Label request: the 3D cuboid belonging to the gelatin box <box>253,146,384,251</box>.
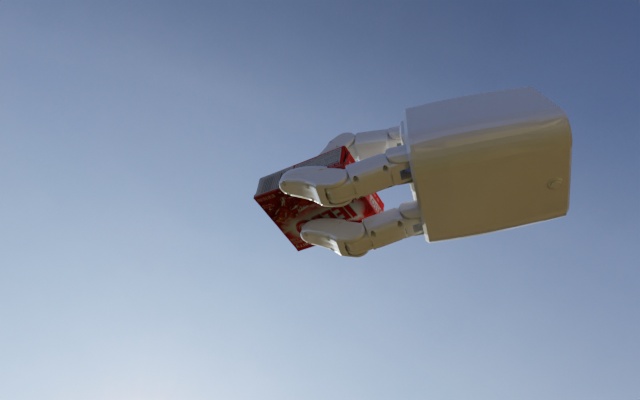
[{"bbox_3d":[0.000,0.001,0.409,0.089,0.030,0.073,-19,-53,25],"label":"gelatin box"}]
